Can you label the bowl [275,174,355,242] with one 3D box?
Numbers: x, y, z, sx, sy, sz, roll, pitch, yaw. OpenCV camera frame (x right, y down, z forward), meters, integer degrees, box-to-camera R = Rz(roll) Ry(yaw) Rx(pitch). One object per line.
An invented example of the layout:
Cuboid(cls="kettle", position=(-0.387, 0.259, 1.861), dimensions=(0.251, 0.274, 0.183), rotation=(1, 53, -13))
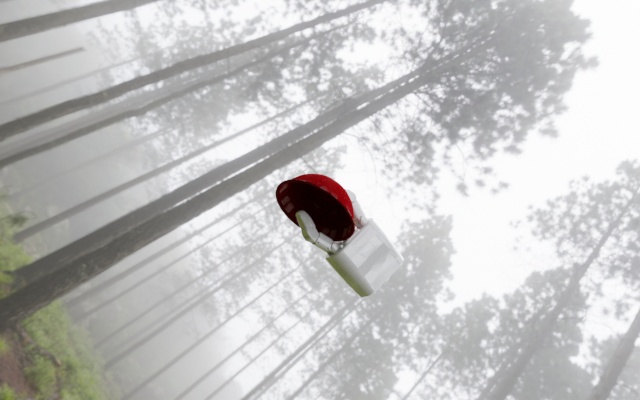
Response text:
Cuboid(cls="bowl", position=(0.000, 0.002, 0.871), dimensions=(0.162, 0.055, 0.162), rotation=(22, -33, 16))
